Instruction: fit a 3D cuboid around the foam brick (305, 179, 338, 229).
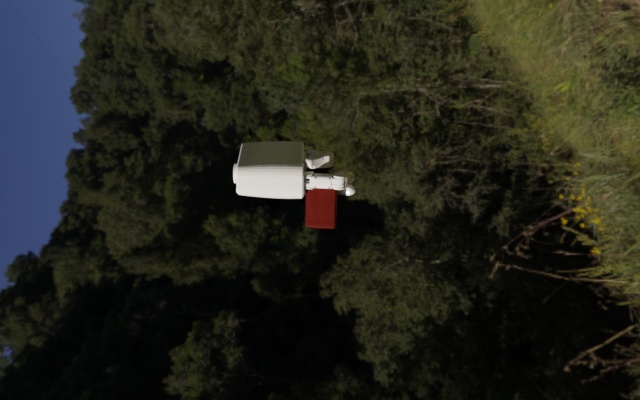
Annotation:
[{"bbox_3d":[0.000,0.003,0.804,0.051,0.078,0.053,0,17,-4],"label":"foam brick"}]
